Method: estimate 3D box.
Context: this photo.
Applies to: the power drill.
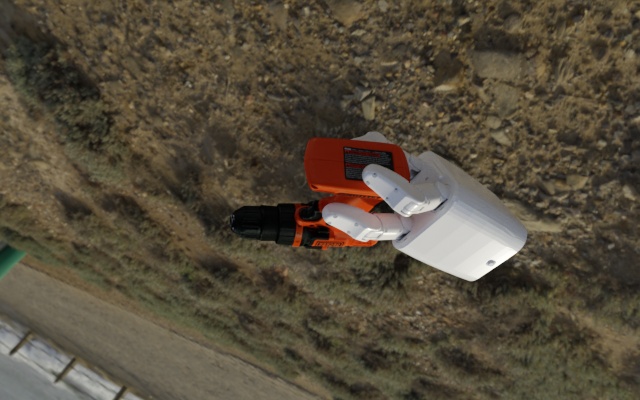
[{"bbox_3d":[0.000,0.002,0.519,0.184,0.057,0.188,2,-23,-15],"label":"power drill"}]
